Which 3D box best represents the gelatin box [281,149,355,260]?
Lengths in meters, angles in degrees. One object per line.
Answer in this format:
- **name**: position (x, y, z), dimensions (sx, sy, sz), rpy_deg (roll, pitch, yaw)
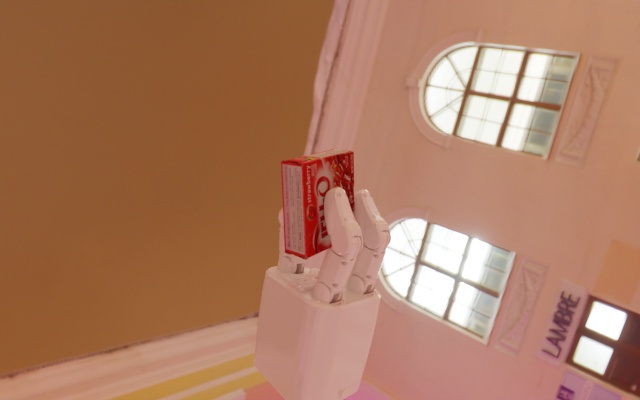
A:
- **gelatin box**: position (0.000, 0.001, 0.444), dimensions (0.030, 0.089, 0.073), rpy_deg (11, 20, 39)
